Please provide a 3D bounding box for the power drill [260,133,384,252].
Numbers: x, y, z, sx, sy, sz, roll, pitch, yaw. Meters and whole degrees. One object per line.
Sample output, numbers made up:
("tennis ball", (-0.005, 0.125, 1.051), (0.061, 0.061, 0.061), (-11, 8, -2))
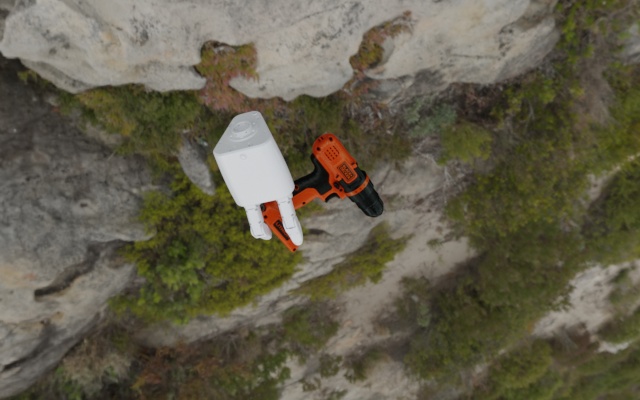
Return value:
("power drill", (0.000, 0.003, 0.832), (0.187, 0.184, 0.057), (-39, 24, 1))
